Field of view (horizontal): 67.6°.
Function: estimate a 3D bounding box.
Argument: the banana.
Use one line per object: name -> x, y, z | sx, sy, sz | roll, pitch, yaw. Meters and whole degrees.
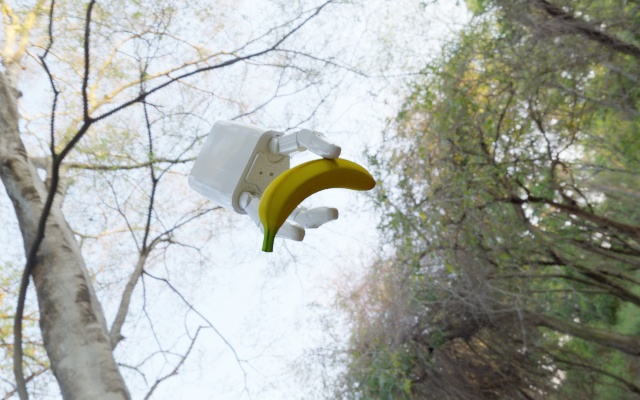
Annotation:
banana -> -0.004, -0.014, 0.541 | 0.037, 0.070, 0.197 | 14, 31, 40
